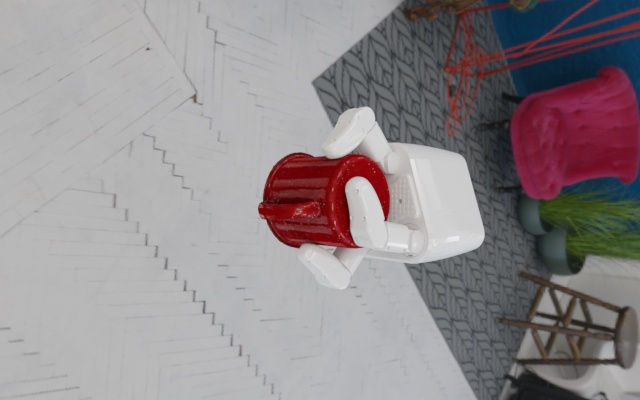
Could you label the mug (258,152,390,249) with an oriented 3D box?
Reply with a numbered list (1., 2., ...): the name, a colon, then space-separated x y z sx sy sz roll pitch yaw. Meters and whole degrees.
1. mug: -0.001 0.001 0.425 0.117 0.093 0.081 -7 6 -44
